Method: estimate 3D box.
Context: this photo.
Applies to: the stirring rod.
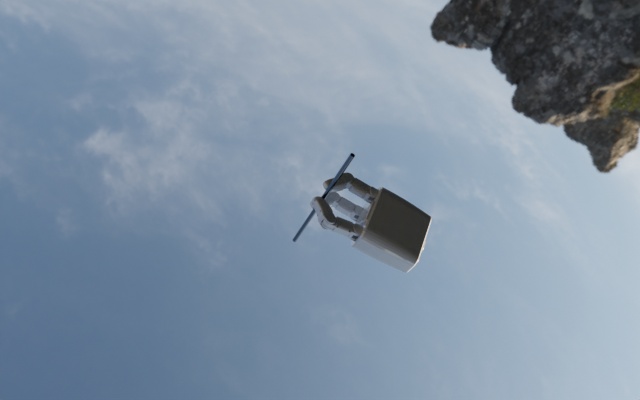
[{"bbox_3d":[0.000,0.003,0.806,0.011,0.011,0.240,0,-36,-30],"label":"stirring rod"}]
